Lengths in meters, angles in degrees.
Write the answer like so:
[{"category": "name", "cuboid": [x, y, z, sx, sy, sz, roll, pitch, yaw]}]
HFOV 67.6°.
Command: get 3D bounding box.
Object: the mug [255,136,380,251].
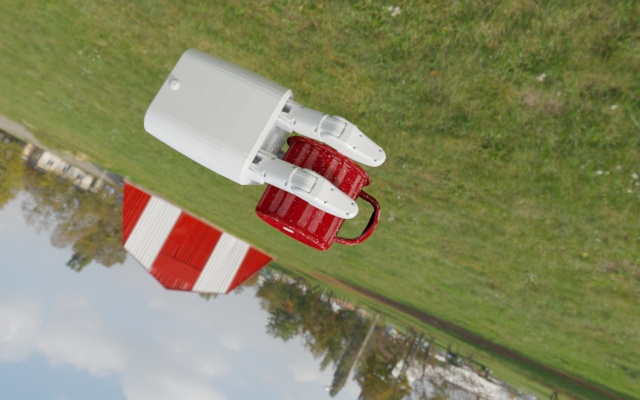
[{"category": "mug", "cuboid": [0.001, 0.002, 0.463, 0.117, 0.081, 0.093, 27, -11, 6]}]
